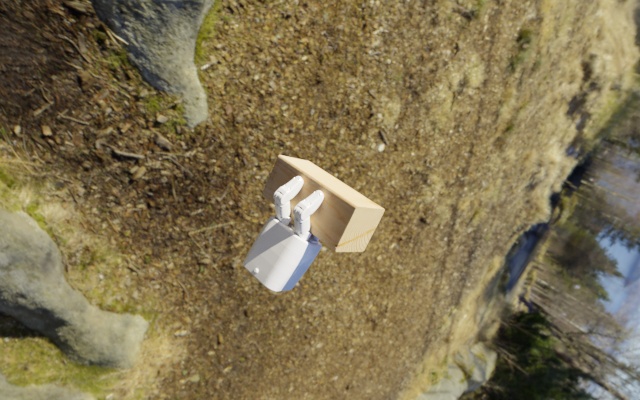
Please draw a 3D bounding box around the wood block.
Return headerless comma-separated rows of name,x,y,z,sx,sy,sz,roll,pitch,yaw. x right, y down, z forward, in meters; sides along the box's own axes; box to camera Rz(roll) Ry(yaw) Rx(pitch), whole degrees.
wood block,0.000,0.003,0.875,0.206,0.090,0.091,35,17,35
